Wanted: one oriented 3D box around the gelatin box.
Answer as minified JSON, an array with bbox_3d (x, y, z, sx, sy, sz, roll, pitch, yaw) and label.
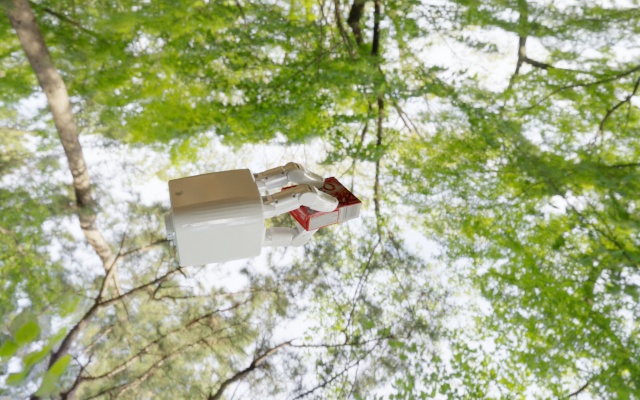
[{"bbox_3d":[0.000,0.002,0.654,0.089,0.030,0.073,-13,39,-30],"label":"gelatin box"}]
